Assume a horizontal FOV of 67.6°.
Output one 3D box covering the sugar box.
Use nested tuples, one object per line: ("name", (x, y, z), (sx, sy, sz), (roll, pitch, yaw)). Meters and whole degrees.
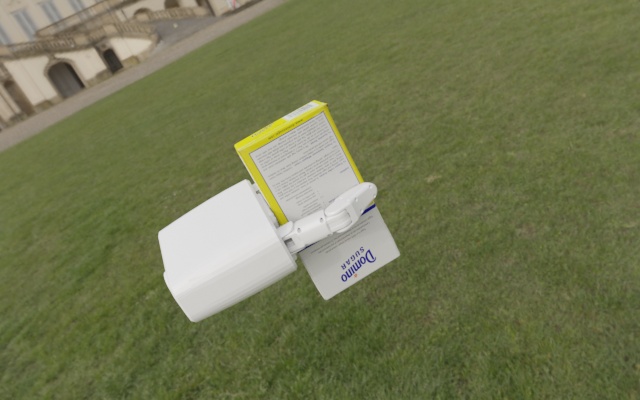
("sugar box", (0.000, 0.001, 0.472), (0.093, 0.176, 0.048), (-30, 22, -6))
